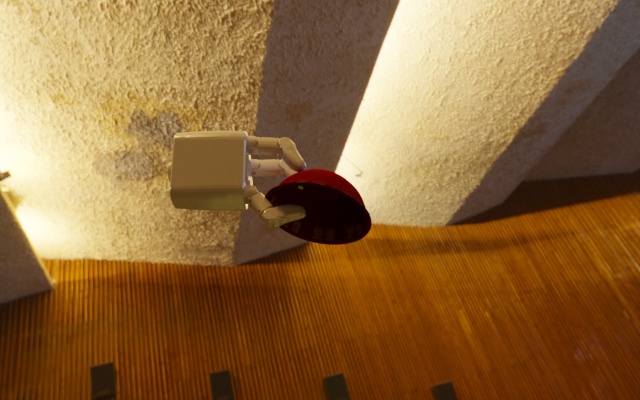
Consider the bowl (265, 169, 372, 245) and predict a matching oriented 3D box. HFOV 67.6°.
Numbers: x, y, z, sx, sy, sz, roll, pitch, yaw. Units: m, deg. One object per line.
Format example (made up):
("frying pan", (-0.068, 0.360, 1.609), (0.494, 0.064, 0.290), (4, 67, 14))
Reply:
("bowl", (0.001, 0.002, 0.710), (0.162, 0.055, 0.162), (10, -33, 7))
